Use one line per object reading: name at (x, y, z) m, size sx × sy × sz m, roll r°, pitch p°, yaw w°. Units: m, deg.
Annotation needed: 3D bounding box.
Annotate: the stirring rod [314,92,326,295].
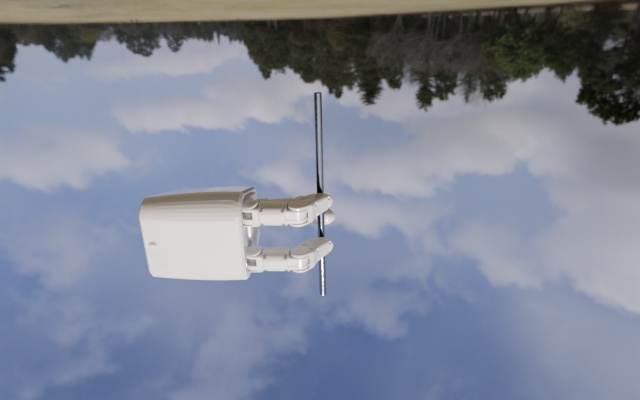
stirring rod at (0.000, 0.002, 0.531) m, size 0.011 × 0.240 × 0.011 m, roll -1°, pitch 23°, yaw 1°
